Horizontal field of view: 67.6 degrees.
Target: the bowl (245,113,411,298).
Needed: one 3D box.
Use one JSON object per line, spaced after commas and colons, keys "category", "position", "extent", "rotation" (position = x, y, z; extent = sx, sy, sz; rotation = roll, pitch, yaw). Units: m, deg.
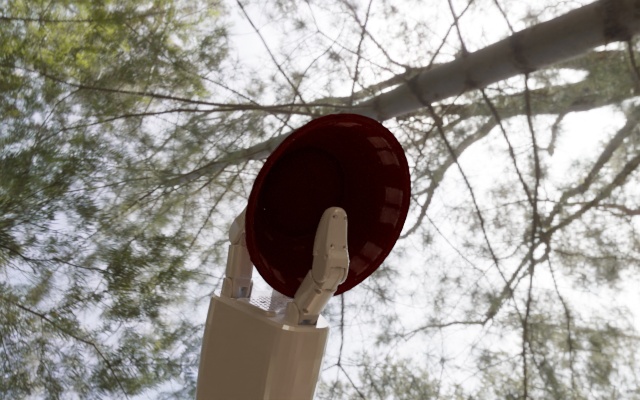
{"category": "bowl", "position": [0.000, 0.000, 0.412], "extent": [0.162, 0.162, 0.055], "rotation": [0, 18, -33]}
